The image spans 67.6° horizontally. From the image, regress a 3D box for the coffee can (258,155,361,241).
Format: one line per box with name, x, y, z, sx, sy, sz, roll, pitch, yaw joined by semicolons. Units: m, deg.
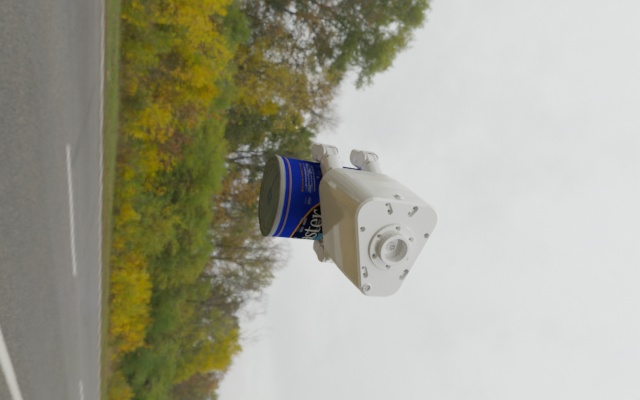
coffee can;0.000;0.002;0.617;0.140;0.103;0.103;7;-2;-20
